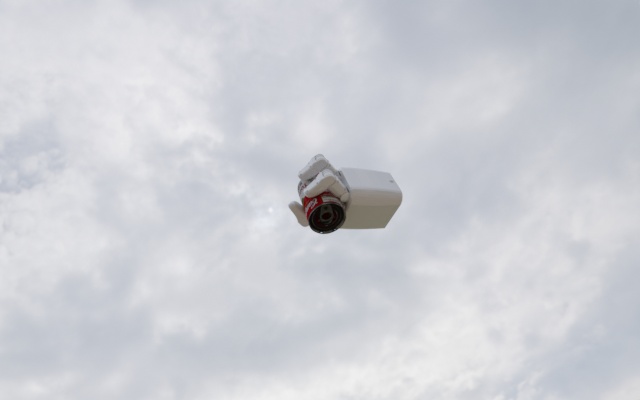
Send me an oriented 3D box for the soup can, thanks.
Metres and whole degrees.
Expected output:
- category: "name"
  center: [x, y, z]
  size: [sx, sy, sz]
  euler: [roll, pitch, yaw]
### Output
- category: "soup can"
  center: [0.000, 0.003, 0.865]
  size: [0.068, 0.068, 0.102]
  euler: [0, 36, -17]
